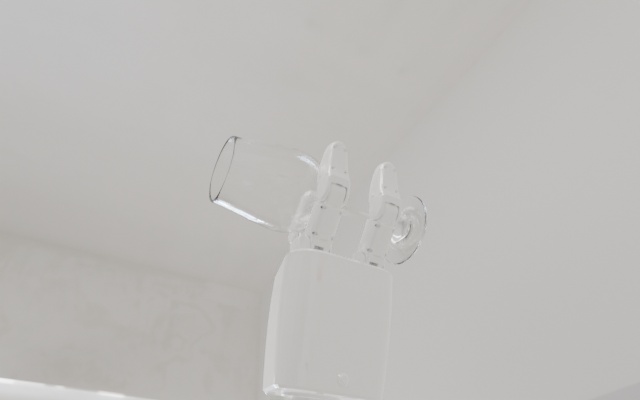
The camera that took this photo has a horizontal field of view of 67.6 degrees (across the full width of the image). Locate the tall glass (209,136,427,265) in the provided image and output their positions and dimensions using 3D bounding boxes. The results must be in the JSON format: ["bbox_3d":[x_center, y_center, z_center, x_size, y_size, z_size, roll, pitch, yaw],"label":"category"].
[{"bbox_3d":[0.001,0.002,0.456,0.201,0.079,0.079,19,-8,-24],"label":"tall glass"}]
